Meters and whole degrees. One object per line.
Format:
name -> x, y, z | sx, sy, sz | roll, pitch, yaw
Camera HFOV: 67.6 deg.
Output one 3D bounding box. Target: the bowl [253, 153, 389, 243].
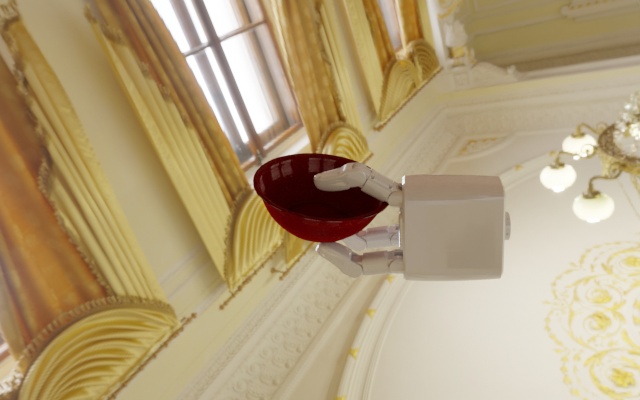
bowl -> -0.001, 0.002, 0.566 | 0.162, 0.055, 0.162 | 6, 30, -3
